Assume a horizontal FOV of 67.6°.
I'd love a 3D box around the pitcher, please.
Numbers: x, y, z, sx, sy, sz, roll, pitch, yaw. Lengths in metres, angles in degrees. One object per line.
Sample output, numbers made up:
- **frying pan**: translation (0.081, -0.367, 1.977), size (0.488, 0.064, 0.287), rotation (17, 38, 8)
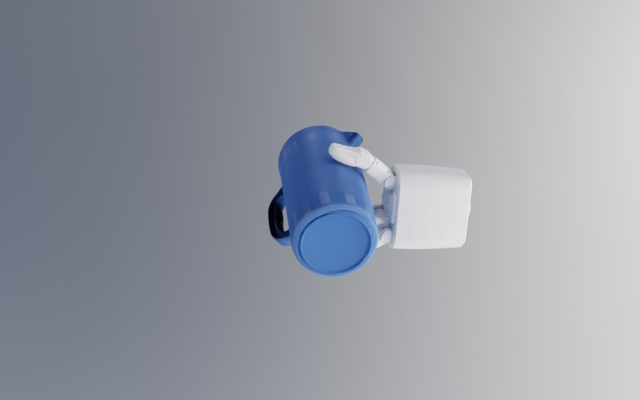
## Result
- **pitcher**: translation (0.000, 0.002, 0.681), size (0.145, 0.149, 0.242), rotation (3, 28, -7)
